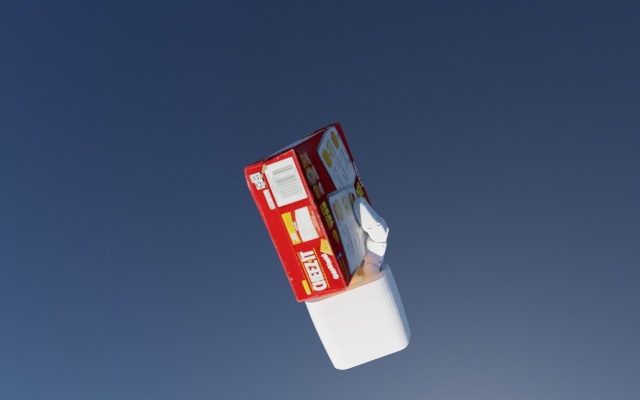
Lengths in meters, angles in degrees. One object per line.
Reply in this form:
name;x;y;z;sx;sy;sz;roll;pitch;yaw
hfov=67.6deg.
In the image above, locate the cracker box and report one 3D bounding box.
cracker box;0.000;0.002;0.601;0.072;0.164;0.213;-18;11;20
